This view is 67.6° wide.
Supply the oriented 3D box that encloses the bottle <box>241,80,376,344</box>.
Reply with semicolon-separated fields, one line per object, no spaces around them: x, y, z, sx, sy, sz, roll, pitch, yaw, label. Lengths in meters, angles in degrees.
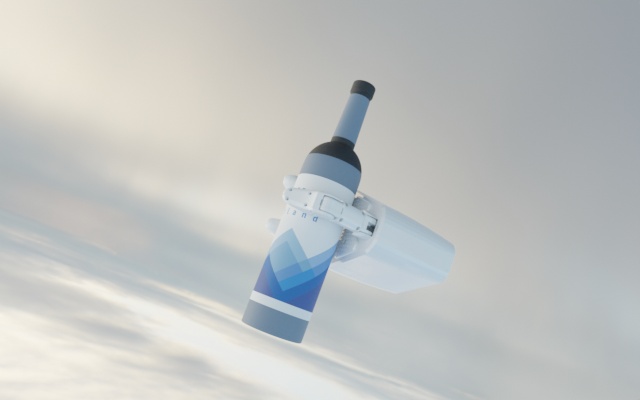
0.000;0.002;0.523;0.069;0.295;0.069;20;-12;4;bottle
